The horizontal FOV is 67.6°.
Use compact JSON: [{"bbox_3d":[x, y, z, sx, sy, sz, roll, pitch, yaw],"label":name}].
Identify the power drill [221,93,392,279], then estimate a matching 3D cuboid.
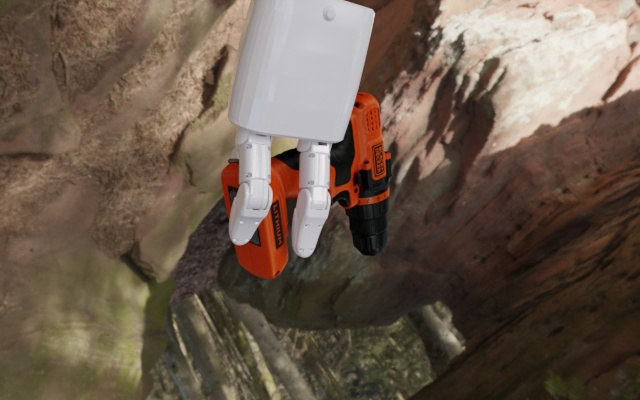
[{"bbox_3d":[0.000,0.001,0.473,0.057,0.184,0.187,11,29,42],"label":"power drill"}]
